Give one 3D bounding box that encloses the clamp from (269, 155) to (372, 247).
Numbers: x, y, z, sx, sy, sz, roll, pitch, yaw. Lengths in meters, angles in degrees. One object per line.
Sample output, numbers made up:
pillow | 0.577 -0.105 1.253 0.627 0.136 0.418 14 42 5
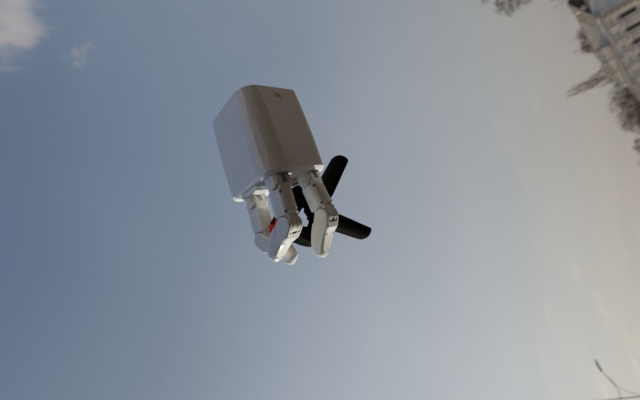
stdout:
clamp | 0.000 0.002 0.612 0.039 0.120 0.171 -24 -10 37
